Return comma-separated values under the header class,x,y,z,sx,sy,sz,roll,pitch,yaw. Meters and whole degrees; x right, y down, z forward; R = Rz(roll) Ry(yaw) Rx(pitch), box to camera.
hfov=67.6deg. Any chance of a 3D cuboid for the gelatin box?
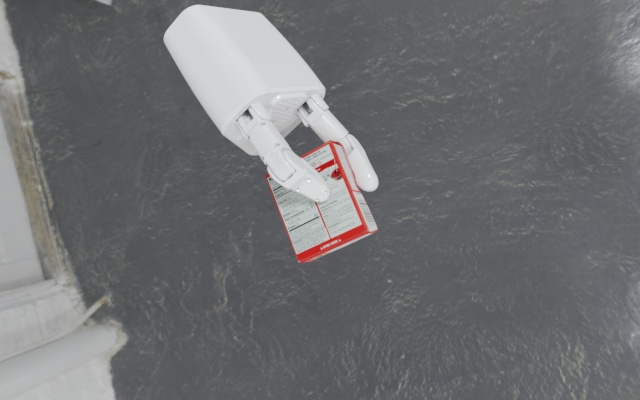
class,x,y,z,sx,sy,sz,roll,pitch,yaw
gelatin box,0.000,0.002,0.428,0.073,0.089,0.030,-27,-12,22
